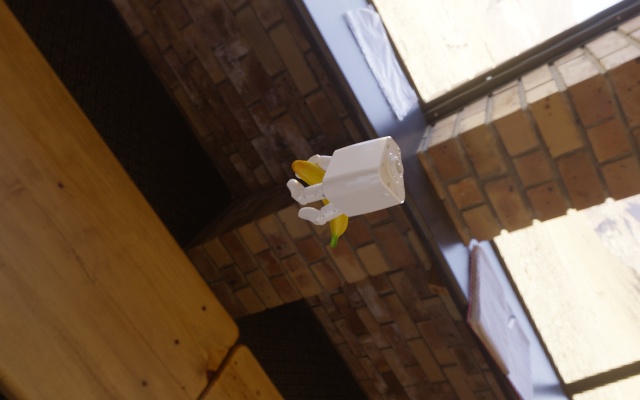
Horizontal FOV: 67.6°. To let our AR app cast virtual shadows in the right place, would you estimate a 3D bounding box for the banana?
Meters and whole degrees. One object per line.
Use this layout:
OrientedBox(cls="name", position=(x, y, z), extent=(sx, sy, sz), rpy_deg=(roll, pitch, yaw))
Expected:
OrientedBox(cls="banana", position=(0.009, -0.006, 0.886), extent=(0.037, 0.198, 0.069), rpy_deg=(-4, 36, 35))
